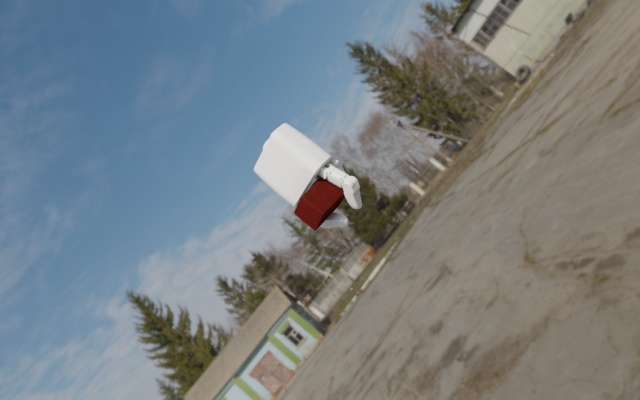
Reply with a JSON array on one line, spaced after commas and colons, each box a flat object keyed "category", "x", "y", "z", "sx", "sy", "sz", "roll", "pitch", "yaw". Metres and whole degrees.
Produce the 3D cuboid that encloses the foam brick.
[{"category": "foam brick", "x": 0.000, "y": 0.003, "z": 0.827, "sx": 0.078, "sy": 0.051, "sz": 0.053, "roll": -46, "pitch": -9, "yaw": -36}]
